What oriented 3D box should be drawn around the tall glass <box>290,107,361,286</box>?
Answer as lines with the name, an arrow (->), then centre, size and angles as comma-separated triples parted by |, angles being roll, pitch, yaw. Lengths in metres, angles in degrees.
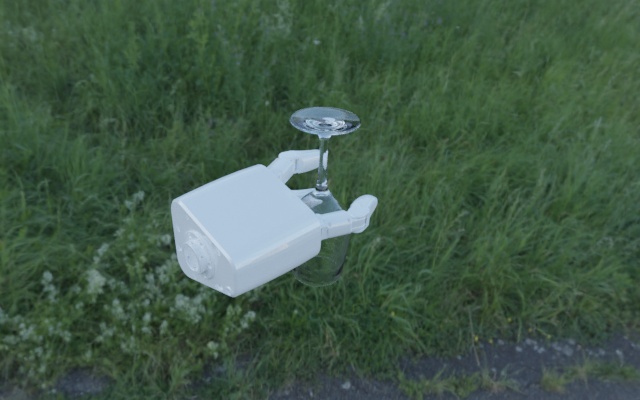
tall glass -> 0.000, 0.001, 0.544 | 0.079, 0.201, 0.079 | 2, 31, -1
